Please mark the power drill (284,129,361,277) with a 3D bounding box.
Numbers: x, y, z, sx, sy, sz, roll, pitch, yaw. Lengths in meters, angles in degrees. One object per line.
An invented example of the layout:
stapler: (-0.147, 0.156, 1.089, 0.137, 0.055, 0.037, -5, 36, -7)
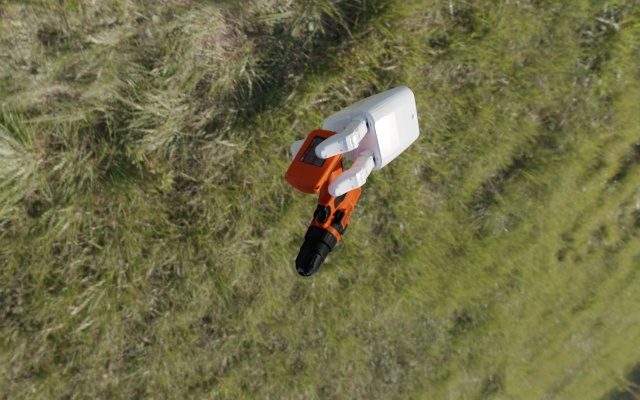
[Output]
power drill: (0.000, 0.002, 0.710, 0.057, 0.184, 0.188, 17, -29, 19)
